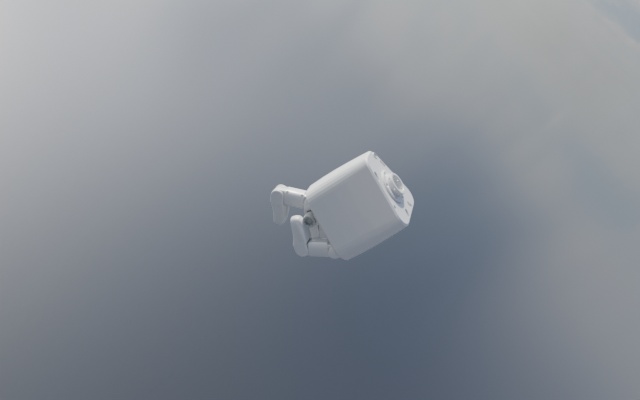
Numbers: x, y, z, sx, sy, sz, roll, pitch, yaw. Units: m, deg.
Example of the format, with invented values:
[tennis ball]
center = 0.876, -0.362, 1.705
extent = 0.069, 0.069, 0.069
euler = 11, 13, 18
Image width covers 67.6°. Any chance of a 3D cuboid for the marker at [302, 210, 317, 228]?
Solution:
[marker]
center = 0.000, 0.002, 0.710
extent = 0.020, 0.020, 0.121
euler = 0, 27, 18
